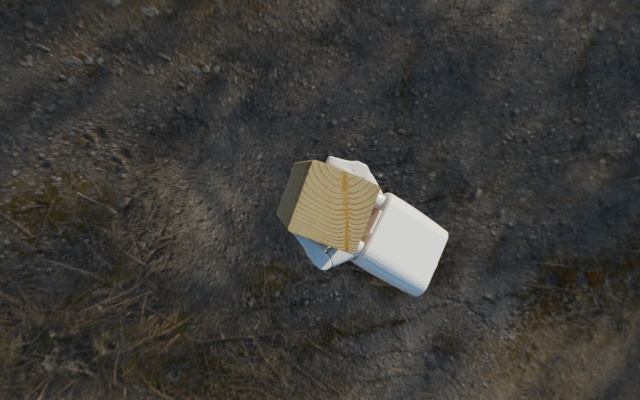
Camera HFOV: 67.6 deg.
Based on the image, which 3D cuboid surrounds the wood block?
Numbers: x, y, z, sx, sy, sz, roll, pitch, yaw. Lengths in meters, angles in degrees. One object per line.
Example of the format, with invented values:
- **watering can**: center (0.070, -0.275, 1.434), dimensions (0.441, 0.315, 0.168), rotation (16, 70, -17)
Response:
- **wood block**: center (0.001, 0.002, 0.659), dimensions (0.090, 0.091, 0.206), rotation (21, 0, -10)
